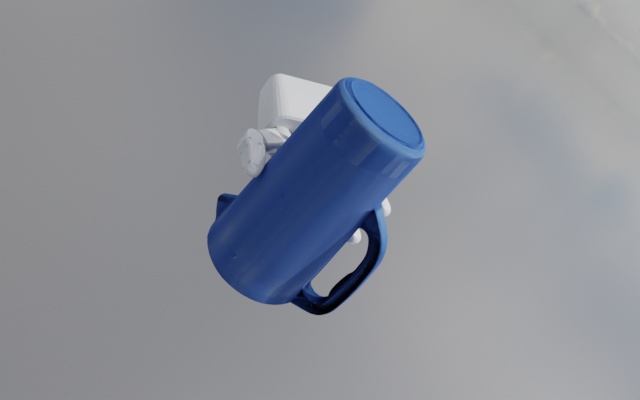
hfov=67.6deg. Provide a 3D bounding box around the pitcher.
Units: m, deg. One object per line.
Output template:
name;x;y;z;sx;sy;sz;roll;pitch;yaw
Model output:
pitcher;0.000;0.002;0.505;0.149;0.145;0.243;24;-54;-27
